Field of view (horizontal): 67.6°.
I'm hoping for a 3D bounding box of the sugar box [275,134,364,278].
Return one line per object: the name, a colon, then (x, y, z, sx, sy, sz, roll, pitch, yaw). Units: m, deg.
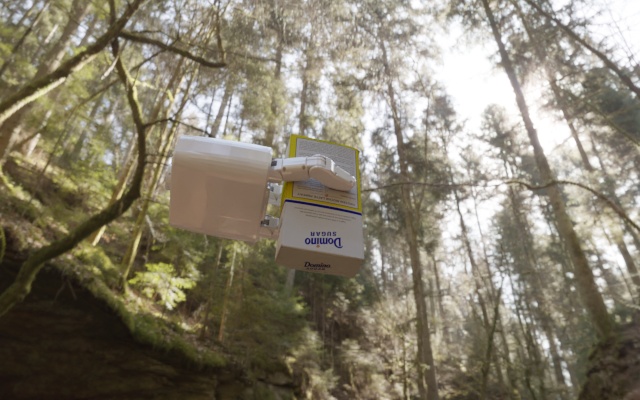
sugar box: (0.000, 0.002, 0.565, 0.093, 0.176, 0.048, 11, -40, -10)
